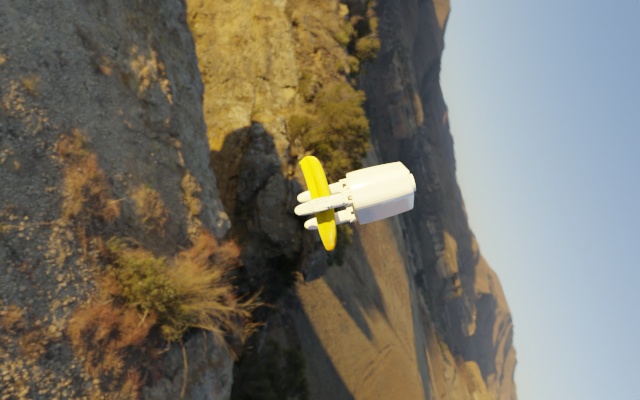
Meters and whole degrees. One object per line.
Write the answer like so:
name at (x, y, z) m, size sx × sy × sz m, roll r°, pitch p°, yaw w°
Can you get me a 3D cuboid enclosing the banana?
banana at (-0.002, -0.009, 0.864) m, size 0.037 × 0.197 × 0.070 m, roll -14°, pitch -27°, yaw -5°
